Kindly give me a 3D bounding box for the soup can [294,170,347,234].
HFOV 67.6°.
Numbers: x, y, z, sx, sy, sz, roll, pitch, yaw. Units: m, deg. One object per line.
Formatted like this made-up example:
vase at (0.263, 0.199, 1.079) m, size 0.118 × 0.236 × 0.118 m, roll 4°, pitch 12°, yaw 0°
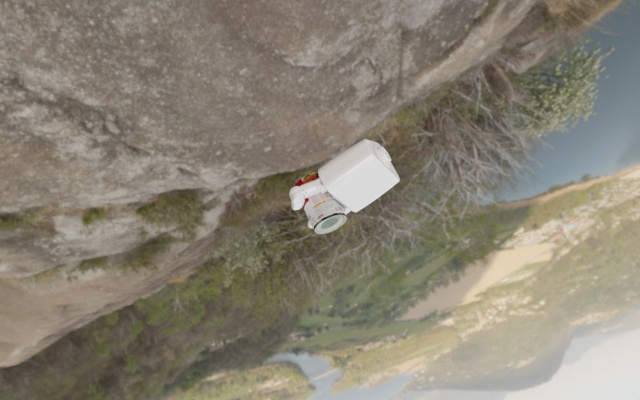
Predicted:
soup can at (0.000, 0.003, 0.895) m, size 0.068 × 0.102 × 0.068 m, roll -20°, pitch -26°, yaw -10°
